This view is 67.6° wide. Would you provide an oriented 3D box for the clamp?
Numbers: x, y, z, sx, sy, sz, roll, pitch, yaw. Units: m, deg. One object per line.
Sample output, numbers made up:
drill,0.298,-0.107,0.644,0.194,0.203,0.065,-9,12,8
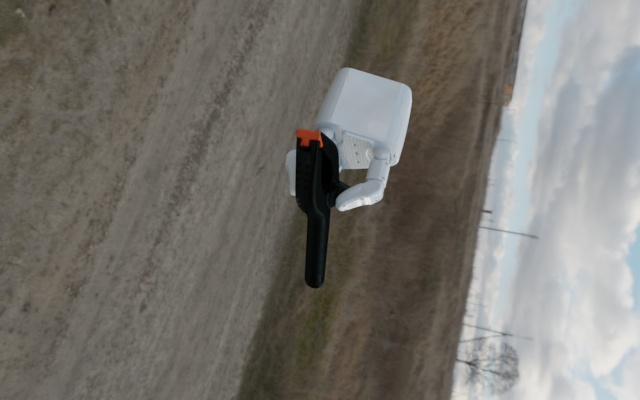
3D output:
clamp,0.001,0.002,0.582,0.036,0.164,0.210,9,-30,18
